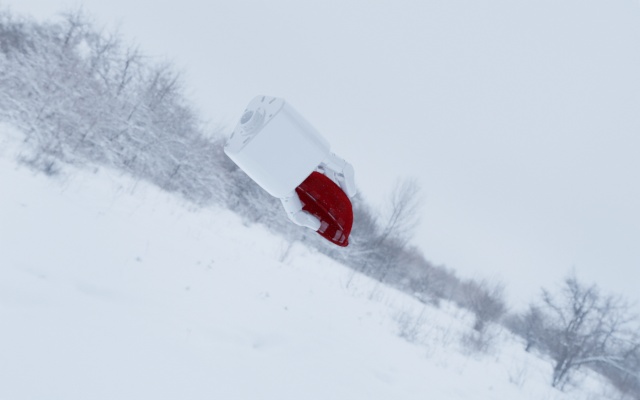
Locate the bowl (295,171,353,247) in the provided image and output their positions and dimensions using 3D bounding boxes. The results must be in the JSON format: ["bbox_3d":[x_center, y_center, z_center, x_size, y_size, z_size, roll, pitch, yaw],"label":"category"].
[{"bbox_3d":[0.001,0.003,0.783,0.162,0.055,0.162,39,-16,14],"label":"bowl"}]
